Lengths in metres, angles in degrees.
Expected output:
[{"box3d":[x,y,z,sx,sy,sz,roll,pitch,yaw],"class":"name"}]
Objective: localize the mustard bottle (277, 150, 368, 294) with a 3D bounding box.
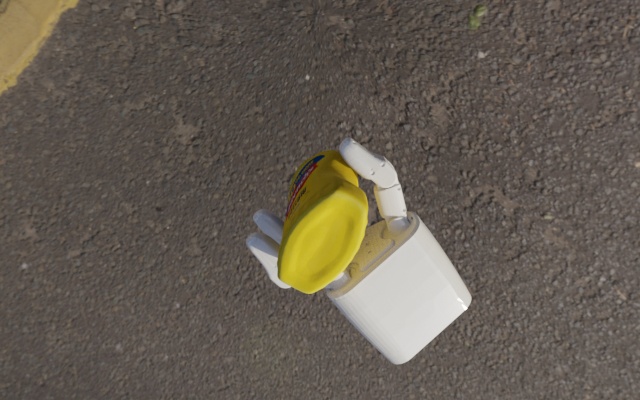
[{"box3d":[0.000,0.001,0.462,0.058,0.096,0.191,27,19,-10],"class":"mustard bottle"}]
